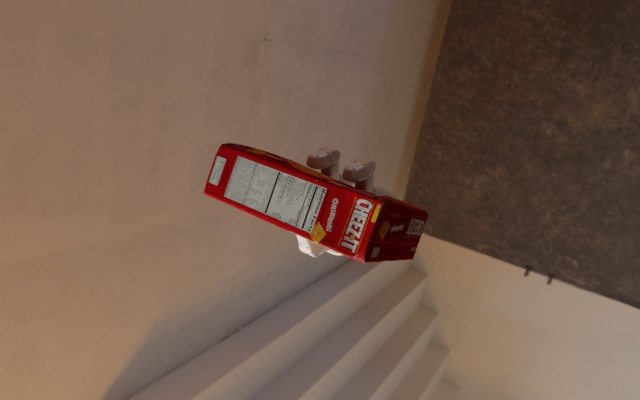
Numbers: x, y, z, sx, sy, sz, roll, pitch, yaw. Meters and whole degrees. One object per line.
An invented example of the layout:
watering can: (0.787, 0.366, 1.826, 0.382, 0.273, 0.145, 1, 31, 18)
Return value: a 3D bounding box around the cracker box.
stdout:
cracker box: (0.000, 0.002, 0.563, 0.213, 0.072, 0.164, 21, 5, 27)
